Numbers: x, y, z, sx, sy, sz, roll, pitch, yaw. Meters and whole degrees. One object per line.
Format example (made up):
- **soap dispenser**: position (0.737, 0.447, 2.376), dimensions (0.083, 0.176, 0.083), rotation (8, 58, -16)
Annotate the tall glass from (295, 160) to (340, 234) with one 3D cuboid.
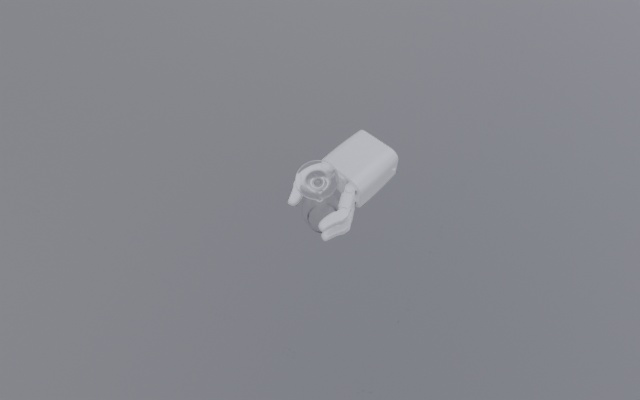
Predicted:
- **tall glass**: position (0.000, 0.003, 0.892), dimensions (0.079, 0.079, 0.201), rotation (0, -23, 3)
